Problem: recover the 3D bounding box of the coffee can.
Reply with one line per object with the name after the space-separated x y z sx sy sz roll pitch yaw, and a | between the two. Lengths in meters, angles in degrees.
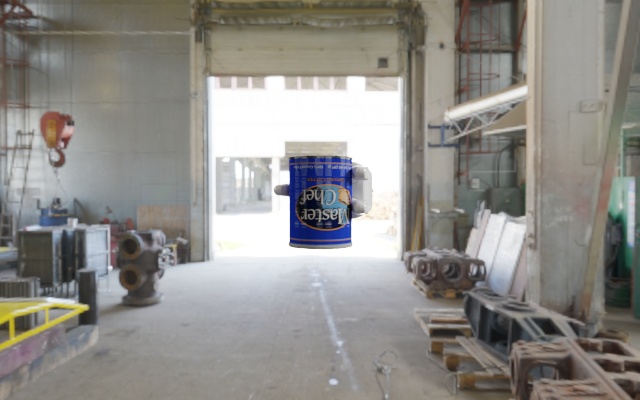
0.000 0.003 0.755 0.103 0.140 0.103 0 1 0 | coffee can
